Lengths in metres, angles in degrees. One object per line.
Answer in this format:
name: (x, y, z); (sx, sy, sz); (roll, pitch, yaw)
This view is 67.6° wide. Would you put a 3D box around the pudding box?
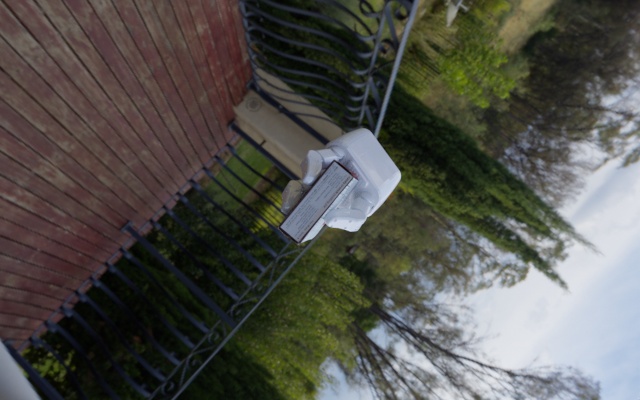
pudding box: (0.000, 0.002, 0.620); (0.039, 0.113, 0.090); (38, 4, 7)
